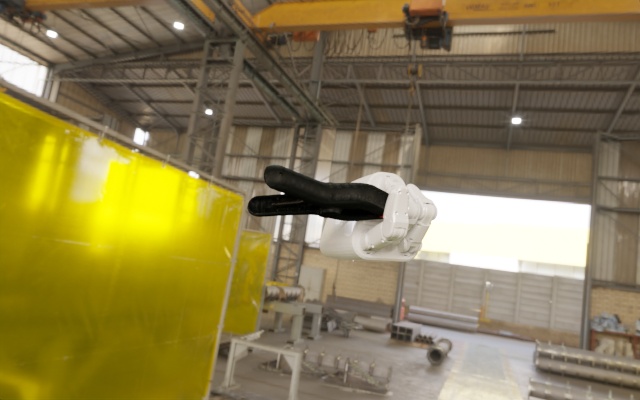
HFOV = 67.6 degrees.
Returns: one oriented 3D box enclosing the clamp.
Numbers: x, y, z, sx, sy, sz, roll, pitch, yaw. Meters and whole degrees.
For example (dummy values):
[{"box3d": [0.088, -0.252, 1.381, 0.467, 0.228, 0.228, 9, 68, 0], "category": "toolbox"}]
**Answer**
[{"box3d": [0.000, 0.001, 0.545, 0.171, 0.039, 0.120, 12, -16, -23], "category": "clamp"}]
